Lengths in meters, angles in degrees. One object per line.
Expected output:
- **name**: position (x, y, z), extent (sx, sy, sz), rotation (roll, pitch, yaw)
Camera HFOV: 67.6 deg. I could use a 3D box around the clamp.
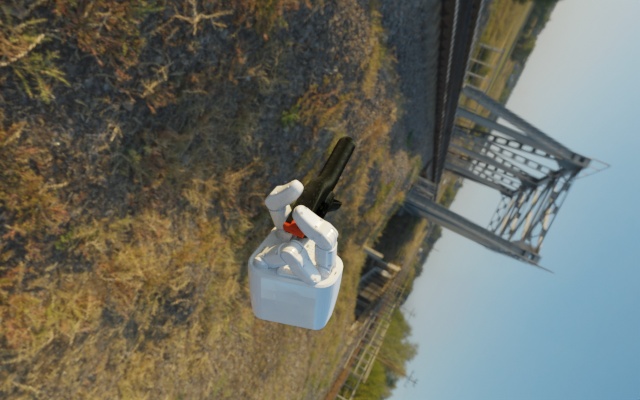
- **clamp**: position (0.001, 0.002, 0.639), extent (0.039, 0.120, 0.171), rotation (19, 45, 20)
